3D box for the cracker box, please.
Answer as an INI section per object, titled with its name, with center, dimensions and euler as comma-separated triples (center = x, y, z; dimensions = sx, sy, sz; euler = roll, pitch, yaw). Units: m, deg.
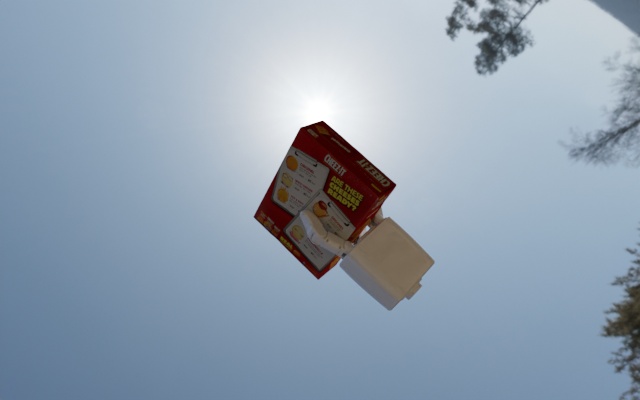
[cracker box]
center = 0.000, 0.003, 0.787
dimensions = 0.072, 0.164, 0.214
euler = -32, -19, -49
